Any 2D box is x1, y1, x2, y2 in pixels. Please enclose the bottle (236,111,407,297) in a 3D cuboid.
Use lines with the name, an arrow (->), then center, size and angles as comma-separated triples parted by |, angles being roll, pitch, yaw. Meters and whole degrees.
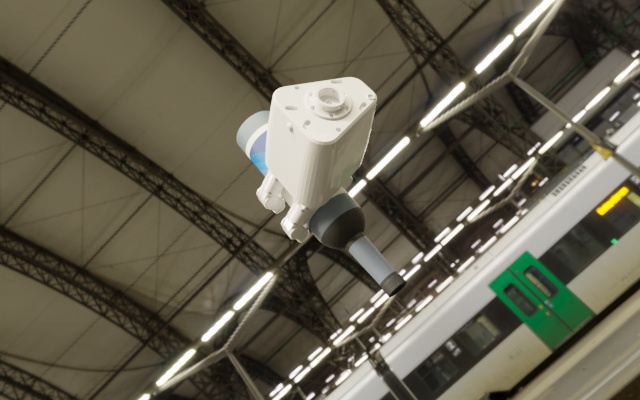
bottle -> 0.000, 0.002, 0.607 | 0.295, 0.069, 0.069 | 48, 24, 24
